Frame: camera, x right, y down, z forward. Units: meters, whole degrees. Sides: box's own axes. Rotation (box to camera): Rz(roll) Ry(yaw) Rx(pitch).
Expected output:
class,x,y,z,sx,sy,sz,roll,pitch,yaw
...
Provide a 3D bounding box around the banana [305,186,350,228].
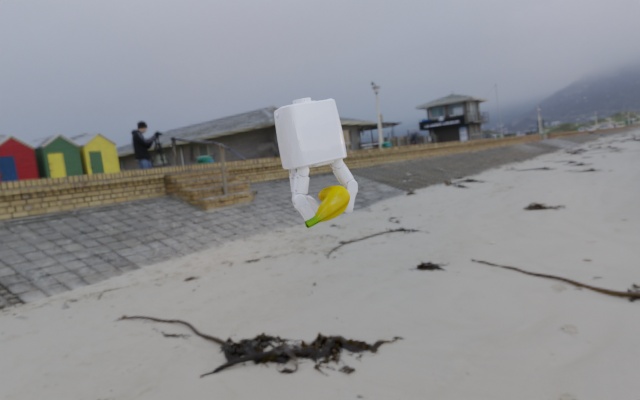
class,x,y,z,sx,sy,sz,roll,pitch,yaw
banana,0.018,-0.001,0.811,0.069,0.037,0.197,-13,10,10
